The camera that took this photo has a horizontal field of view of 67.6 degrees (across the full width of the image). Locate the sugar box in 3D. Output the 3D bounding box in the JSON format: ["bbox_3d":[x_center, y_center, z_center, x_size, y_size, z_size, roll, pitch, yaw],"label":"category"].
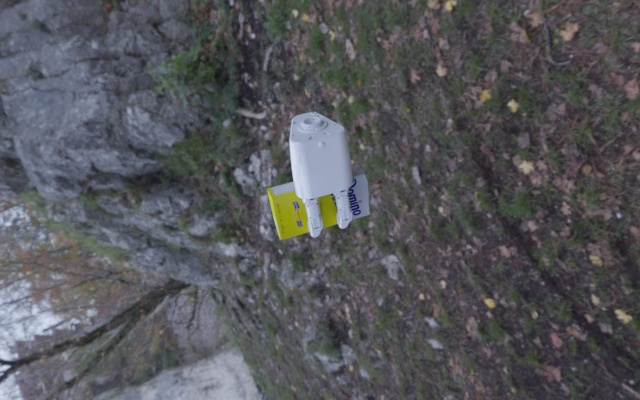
[{"bbox_3d":[0.000,0.003,0.864,0.176,0.093,0.048,-15,33,-9],"label":"sugar box"}]
